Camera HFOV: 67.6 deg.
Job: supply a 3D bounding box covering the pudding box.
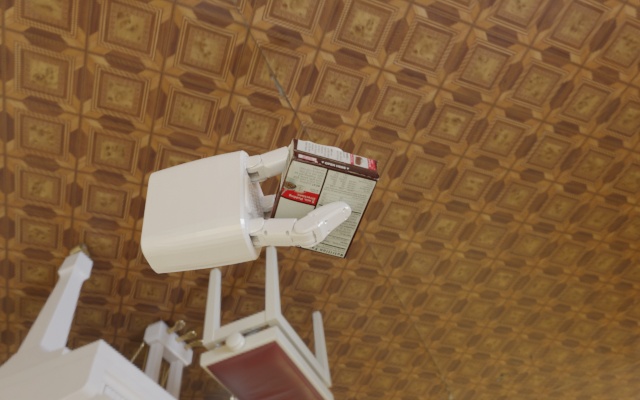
[{"bbox_3d":[0.000,0.002,0.490,0.090,0.114,0.039,14,37,-9],"label":"pudding box"}]
